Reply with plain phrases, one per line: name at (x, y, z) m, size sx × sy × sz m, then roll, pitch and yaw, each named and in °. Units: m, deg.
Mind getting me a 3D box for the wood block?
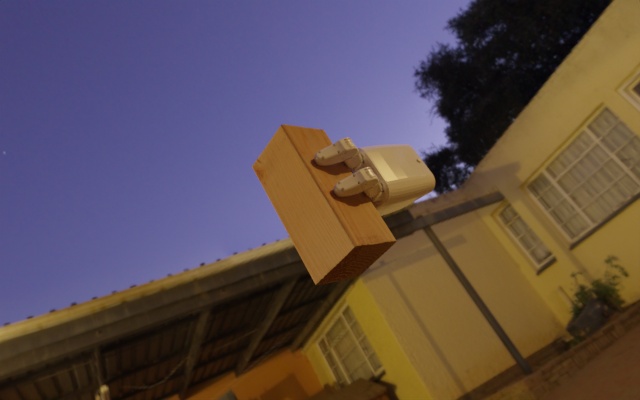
wood block at (0.000, 0.002, 0.665) m, size 0.090 × 0.206 × 0.091 m, roll -2°, pitch -38°, yaw -46°
